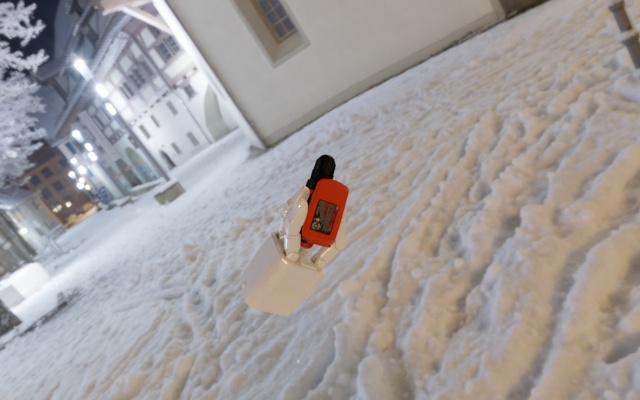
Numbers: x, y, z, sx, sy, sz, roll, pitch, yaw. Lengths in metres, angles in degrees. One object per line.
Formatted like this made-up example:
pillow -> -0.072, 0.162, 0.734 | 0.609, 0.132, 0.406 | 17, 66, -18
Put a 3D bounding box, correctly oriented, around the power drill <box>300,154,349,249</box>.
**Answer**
power drill -> 0.000, 0.003, 0.837 | 0.057, 0.184, 0.187 | 16, -1, -7
